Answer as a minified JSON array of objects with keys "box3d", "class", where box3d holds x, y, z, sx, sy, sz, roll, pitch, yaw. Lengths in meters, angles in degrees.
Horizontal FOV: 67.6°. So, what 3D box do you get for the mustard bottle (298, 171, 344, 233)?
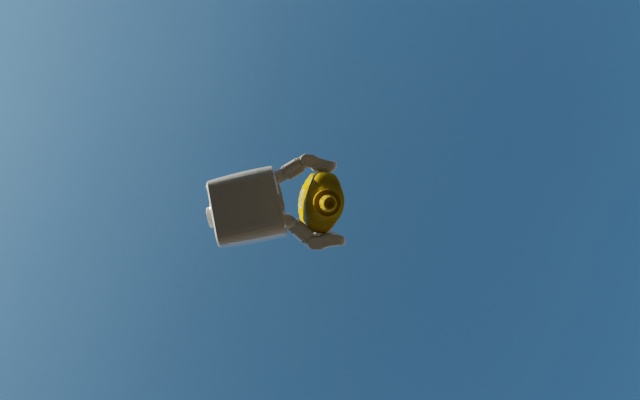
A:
[{"box3d":[0.000,0.002,0.760,0.058,0.096,0.191,11,0,-7],"class":"mustard bottle"}]
